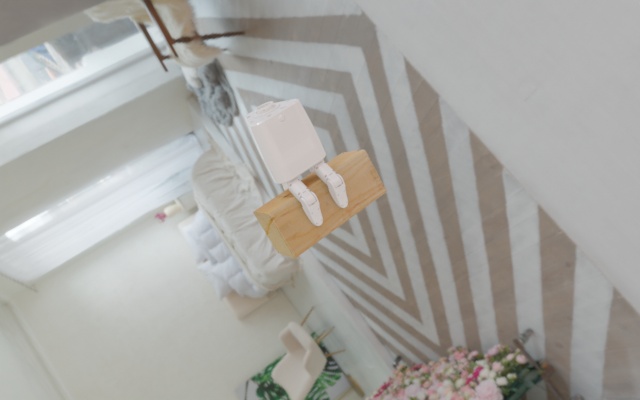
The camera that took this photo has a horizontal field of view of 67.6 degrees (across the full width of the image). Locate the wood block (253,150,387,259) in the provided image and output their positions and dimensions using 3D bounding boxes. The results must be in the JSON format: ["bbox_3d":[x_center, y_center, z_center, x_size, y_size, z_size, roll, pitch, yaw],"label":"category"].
[{"bbox_3d":[0.000,0.002,0.836,0.206,0.090,0.091,-34,15,-20],"label":"wood block"}]
